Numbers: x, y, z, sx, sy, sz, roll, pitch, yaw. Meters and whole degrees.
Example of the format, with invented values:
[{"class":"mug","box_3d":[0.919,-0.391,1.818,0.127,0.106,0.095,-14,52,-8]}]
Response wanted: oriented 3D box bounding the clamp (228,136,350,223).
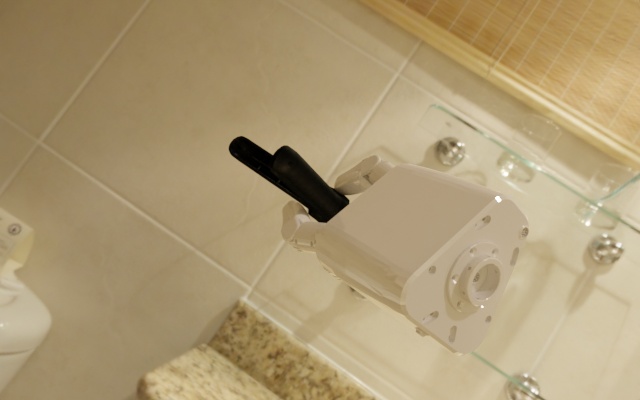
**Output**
[{"class":"clamp","box_3d":[0.001,0.001,0.486,0.210,0.036,0.164,38,-5,-31]}]
